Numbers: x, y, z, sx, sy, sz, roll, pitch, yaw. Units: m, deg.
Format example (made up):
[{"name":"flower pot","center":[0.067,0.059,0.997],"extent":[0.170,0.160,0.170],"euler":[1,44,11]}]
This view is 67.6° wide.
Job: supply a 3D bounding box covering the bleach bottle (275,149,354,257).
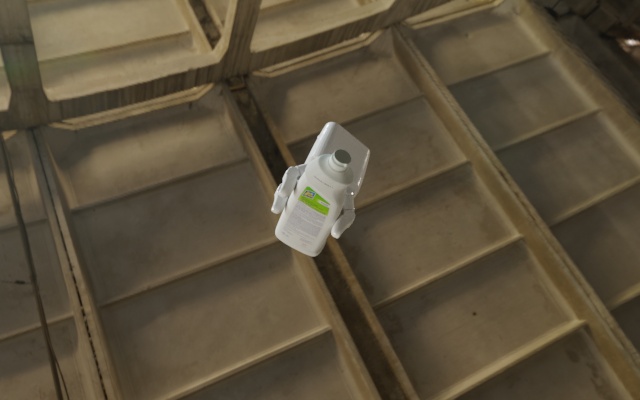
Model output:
[{"name":"bleach bottle","center":[0.000,0.003,0.824],"extent":[0.102,0.068,0.251],"euler":[27,-38,-4]}]
